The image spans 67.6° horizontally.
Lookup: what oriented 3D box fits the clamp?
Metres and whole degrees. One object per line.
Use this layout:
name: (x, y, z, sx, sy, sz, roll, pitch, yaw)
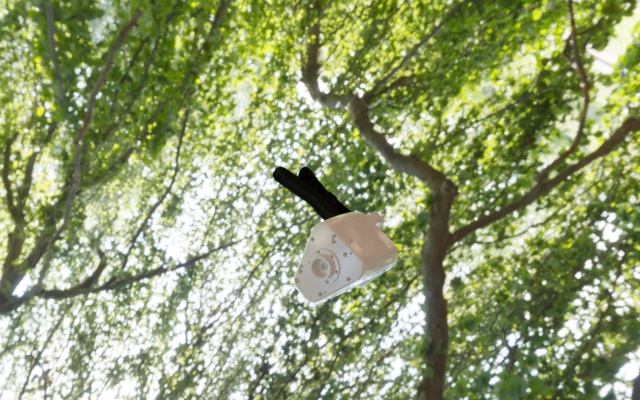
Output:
clamp: (0.000, 0.003, 0.743, 0.171, 0.039, 0.120, 43, 22, 21)
